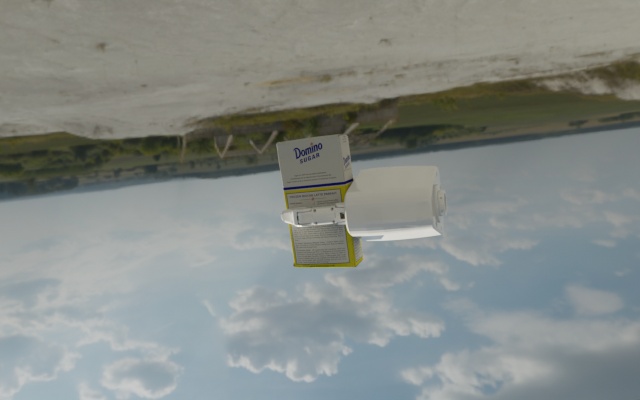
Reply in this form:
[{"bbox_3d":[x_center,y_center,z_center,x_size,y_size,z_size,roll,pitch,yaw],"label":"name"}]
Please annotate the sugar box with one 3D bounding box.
[{"bbox_3d":[0.000,0.002,0.651,0.093,0.176,0.048,-4,6,21],"label":"sugar box"}]
